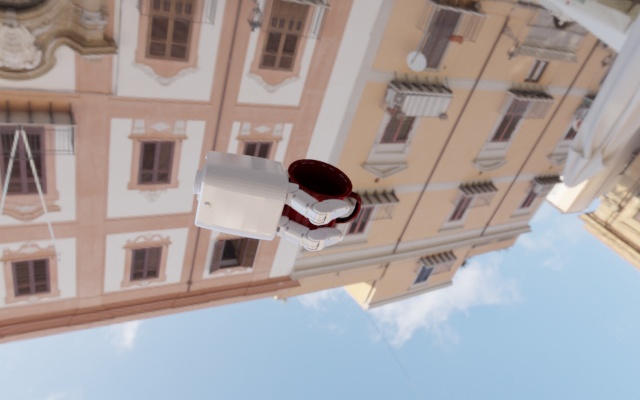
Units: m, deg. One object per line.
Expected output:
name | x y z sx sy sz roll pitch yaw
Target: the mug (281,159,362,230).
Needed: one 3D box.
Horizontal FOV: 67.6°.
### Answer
mug | 0.001 0.003 0.680 0.117 0.081 0.093 11 33 -14
